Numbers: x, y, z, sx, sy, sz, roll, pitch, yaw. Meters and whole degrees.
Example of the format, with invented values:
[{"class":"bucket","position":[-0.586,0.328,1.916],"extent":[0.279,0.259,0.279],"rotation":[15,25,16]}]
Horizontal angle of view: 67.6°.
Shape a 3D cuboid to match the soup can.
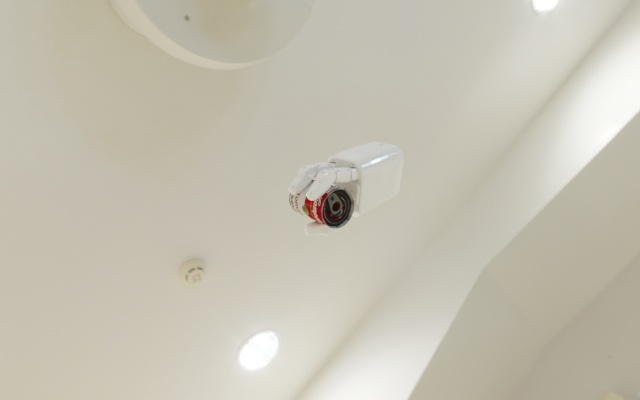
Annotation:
[{"class":"soup can","position":[0.000,0.003,0.826],"extent":[0.068,0.068,0.102],"rotation":[0,13,-37]}]
